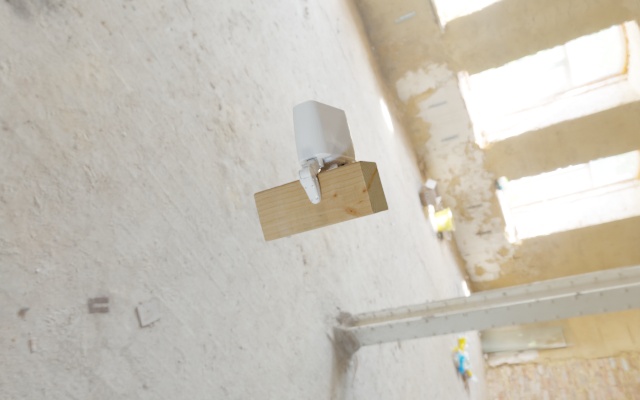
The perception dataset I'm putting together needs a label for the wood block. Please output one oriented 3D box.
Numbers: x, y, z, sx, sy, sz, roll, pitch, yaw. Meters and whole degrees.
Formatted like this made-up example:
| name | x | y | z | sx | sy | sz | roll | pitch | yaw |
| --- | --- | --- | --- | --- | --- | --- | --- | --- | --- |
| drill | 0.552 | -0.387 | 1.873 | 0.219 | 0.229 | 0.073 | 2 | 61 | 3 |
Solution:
| name | x | y | z | sx | sy | sz | roll | pitch | yaw |
| --- | --- | --- | --- | --- | --- | --- | --- | --- | --- |
| wood block | 0.000 | 0.002 | 0.835 | 0.206 | 0.090 | 0.091 | -16 | -4 | 23 |
